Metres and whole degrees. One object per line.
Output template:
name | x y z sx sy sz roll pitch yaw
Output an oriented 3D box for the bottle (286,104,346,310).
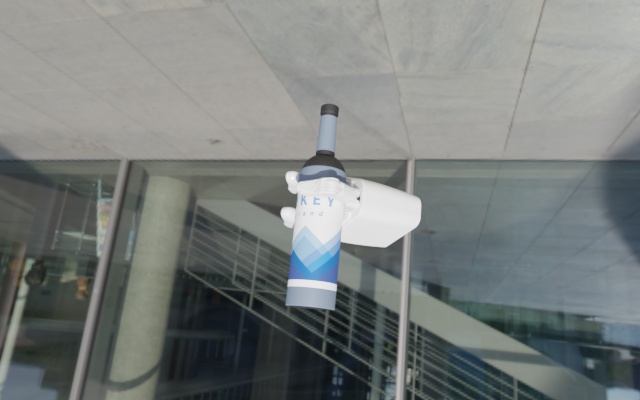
bottle | 0.000 0.002 0.677 0.069 0.295 0.069 5 -15 1
